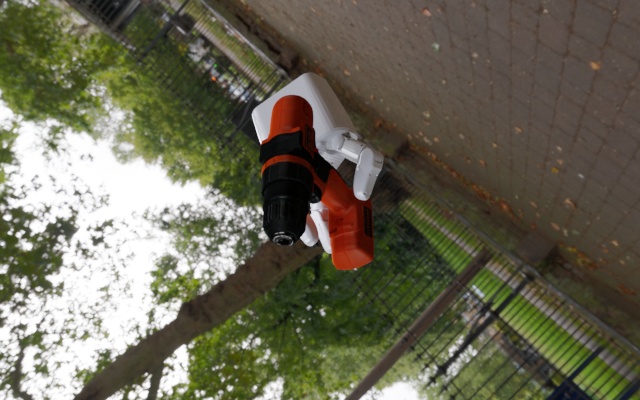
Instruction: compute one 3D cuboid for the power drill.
[{"bbox_3d":[0.000,0.002,0.526,0.057,0.184,0.188,-15,-40,22],"label":"power drill"}]
